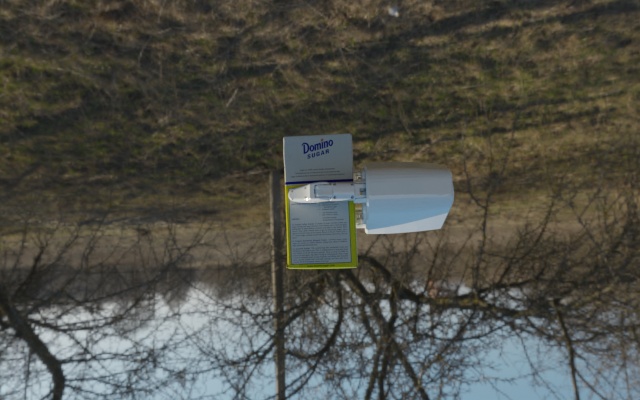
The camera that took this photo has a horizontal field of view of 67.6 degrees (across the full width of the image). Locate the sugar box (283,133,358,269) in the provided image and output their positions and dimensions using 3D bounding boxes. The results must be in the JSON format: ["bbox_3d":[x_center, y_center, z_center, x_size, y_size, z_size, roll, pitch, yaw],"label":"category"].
[{"bbox_3d":[0.000,0.002,0.638,0.093,0.176,0.048,-2,-8,4],"label":"sugar box"}]
